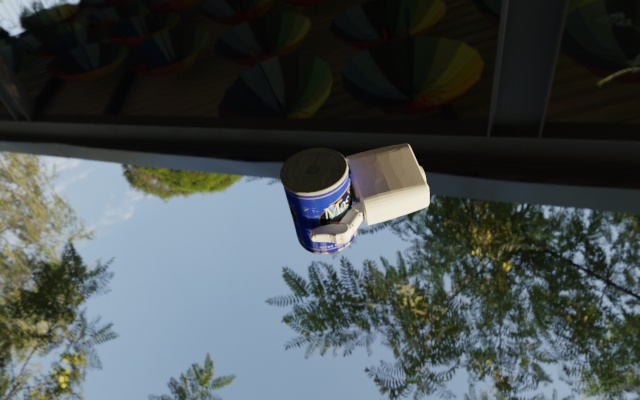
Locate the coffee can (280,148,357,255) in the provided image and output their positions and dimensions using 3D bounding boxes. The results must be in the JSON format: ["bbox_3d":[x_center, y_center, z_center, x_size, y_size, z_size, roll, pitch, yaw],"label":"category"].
[{"bbox_3d":[0.000,0.002,0.758,0.103,0.140,0.102,-6,44,6],"label":"coffee can"}]
